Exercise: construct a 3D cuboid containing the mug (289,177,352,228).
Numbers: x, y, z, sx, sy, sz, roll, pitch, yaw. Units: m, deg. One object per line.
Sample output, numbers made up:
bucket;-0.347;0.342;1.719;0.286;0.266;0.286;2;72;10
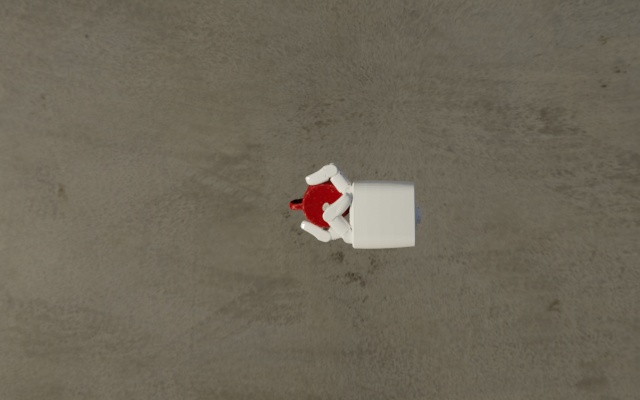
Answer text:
mug;-0.001;0.003;0.875;0.117;0.093;0.081;-3;10;8
